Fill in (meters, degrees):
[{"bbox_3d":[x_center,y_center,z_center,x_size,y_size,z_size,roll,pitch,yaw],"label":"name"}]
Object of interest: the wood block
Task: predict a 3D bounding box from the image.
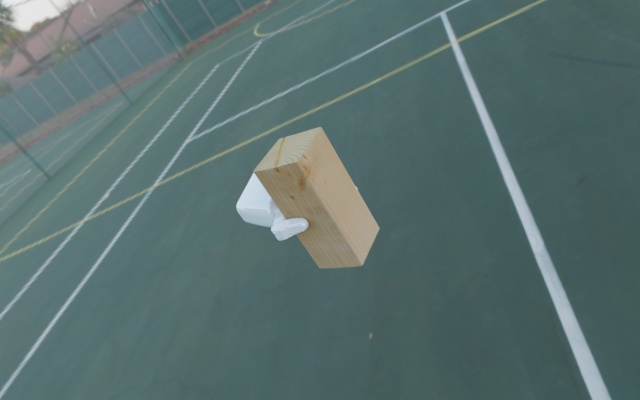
[{"bbox_3d":[0.000,0.003,0.749,0.090,0.206,0.090,-9,35,38],"label":"wood block"}]
